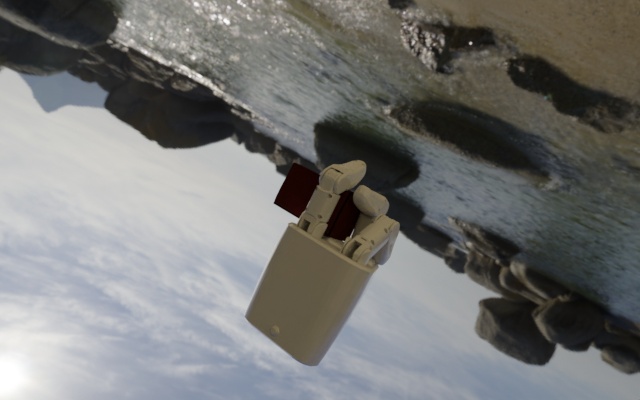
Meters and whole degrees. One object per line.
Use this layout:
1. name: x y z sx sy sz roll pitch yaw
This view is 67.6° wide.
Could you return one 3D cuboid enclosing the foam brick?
1. foam brick: 0.000 0.001 0.509 0.078 0.051 0.053 29 4 28
